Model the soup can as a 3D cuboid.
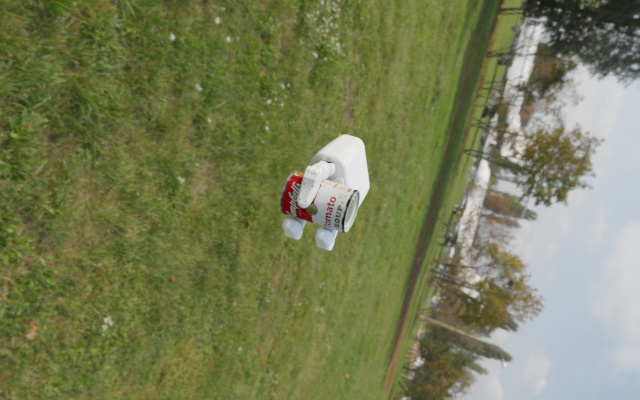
[{"bbox_3d":[0.000,0.003,0.710,0.102,0.068,0.068,17,5,17],"label":"soup can"}]
